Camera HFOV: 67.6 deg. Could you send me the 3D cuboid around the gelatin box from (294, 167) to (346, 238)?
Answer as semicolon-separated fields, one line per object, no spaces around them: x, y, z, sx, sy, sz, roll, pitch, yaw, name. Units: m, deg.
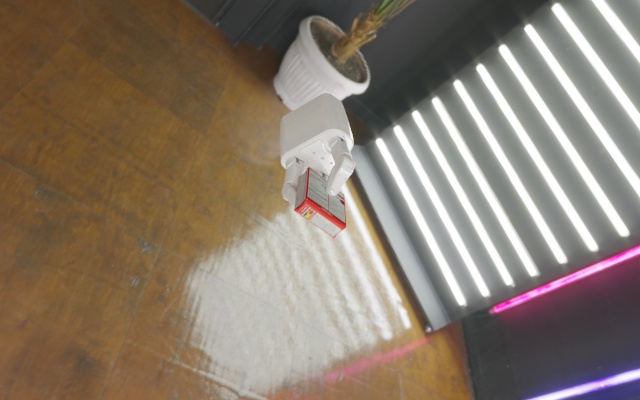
0.000;0.002;0.685;0.073;0.030;0.089;36;27;-21;gelatin box
